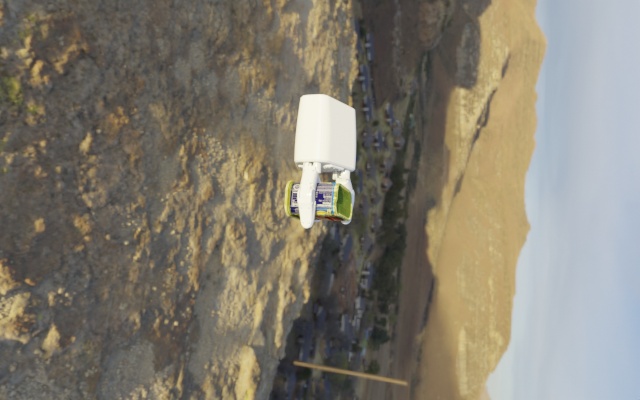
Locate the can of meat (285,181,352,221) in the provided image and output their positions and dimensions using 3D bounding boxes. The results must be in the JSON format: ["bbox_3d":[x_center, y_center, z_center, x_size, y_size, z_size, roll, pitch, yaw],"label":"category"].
[{"bbox_3d":[0.000,0.003,0.774,0.084,0.057,0.102,1,-9,18],"label":"can of meat"}]
